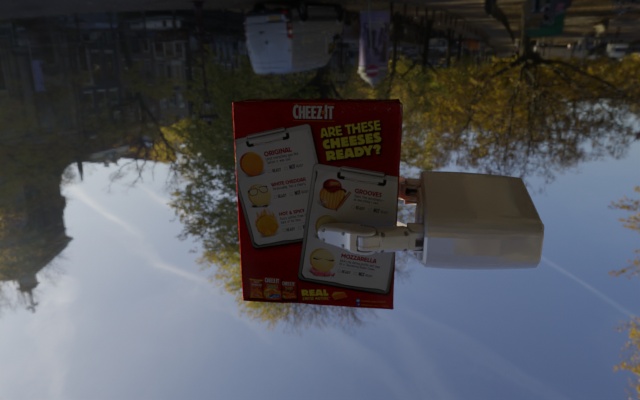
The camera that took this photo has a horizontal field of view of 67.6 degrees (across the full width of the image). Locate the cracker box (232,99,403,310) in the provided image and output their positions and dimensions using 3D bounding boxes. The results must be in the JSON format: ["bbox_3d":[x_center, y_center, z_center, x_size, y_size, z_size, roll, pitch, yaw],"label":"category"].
[{"bbox_3d":[0.000,0.002,0.504,0.164,0.214,0.072,2,16,7],"label":"cracker box"}]
